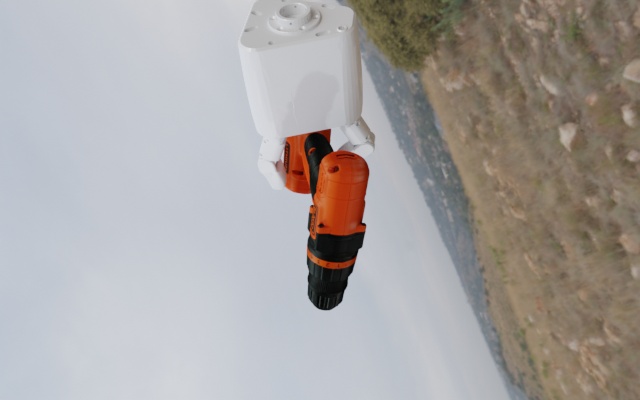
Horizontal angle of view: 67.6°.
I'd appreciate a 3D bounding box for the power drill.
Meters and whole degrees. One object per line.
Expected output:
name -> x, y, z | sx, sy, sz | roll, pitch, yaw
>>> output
power drill -> 0.000, 0.001, 0.532 | 0.057, 0.184, 0.187 | -1, 33, -16
